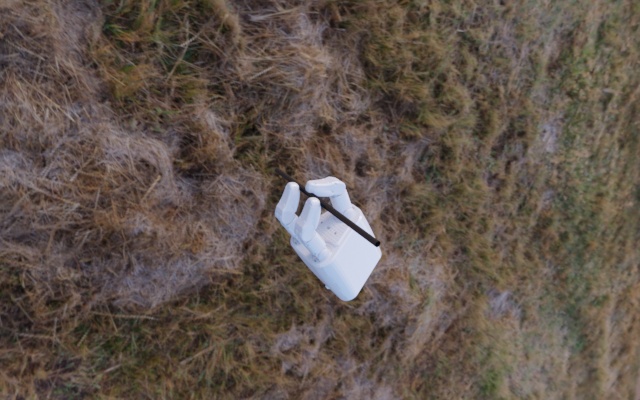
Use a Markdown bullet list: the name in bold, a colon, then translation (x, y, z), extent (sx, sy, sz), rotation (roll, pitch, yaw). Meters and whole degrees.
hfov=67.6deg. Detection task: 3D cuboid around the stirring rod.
- **stirring rod**: translation (0.000, 0.002, 0.637), extent (0.011, 0.011, 0.239), rotation (0, 24, -37)
